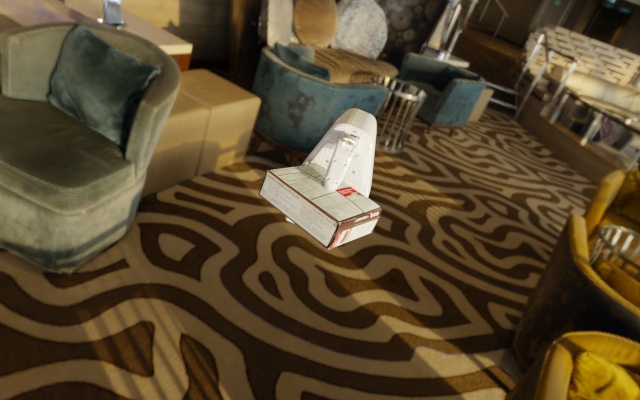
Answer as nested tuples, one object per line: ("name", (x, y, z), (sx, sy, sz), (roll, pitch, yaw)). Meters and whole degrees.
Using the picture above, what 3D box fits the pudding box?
("pudding box", (0.000, 0.002, 0.543), (0.113, 0.039, 0.090), (35, 29, 27))
